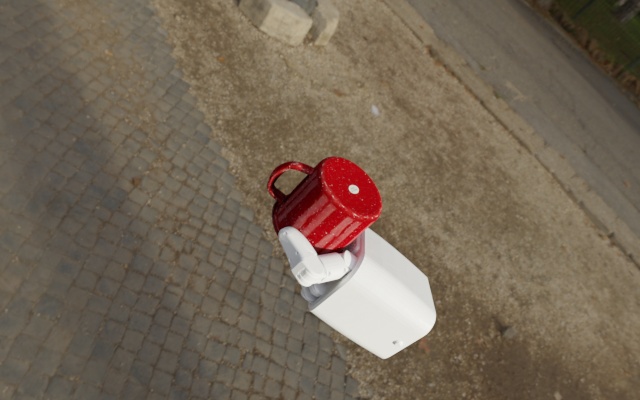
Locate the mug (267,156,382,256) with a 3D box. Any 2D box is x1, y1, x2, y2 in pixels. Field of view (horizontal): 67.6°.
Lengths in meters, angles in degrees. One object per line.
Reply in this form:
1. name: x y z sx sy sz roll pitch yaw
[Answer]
1. mug: -0.001 0.001 0.493 0.081 0.117 0.093 -45 14 36
